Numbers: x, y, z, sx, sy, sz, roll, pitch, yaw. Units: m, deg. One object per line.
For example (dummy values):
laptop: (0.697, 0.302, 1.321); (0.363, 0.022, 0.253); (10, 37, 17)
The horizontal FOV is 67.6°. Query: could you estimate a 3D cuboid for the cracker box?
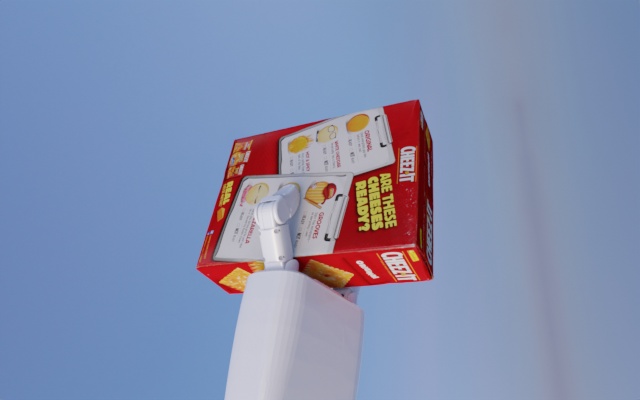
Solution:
cracker box: (0.000, 0.001, 0.472); (0.214, 0.164, 0.072); (-8, -37, 24)
